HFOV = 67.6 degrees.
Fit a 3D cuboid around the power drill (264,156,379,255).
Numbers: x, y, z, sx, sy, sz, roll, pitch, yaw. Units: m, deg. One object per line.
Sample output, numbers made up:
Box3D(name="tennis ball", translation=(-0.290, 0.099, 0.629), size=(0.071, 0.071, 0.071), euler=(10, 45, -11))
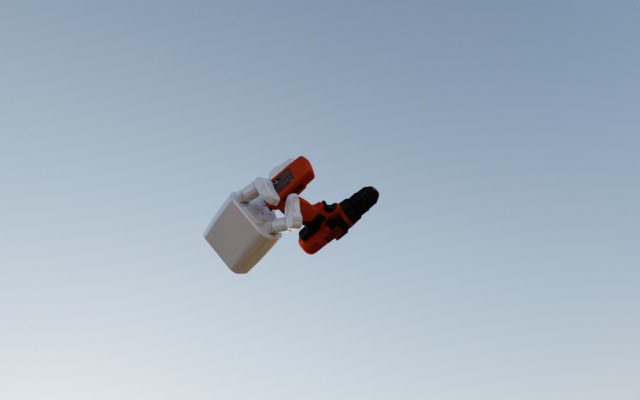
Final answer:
Box3D(name="power drill", translation=(0.000, 0.003, 0.873), size=(0.188, 0.184, 0.057), euler=(44, 9, -40))
